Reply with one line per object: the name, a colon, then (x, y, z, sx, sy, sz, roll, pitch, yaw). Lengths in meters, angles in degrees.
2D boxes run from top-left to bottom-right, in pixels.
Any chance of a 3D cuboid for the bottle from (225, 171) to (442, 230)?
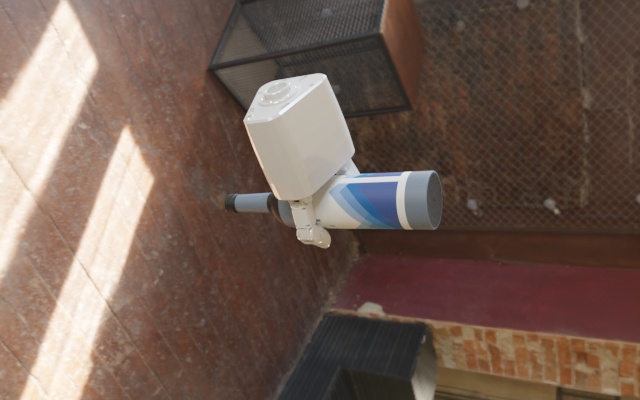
bottle: (0.000, 0.002, 0.608, 0.296, 0.069, 0.069, -1, -1, 29)
